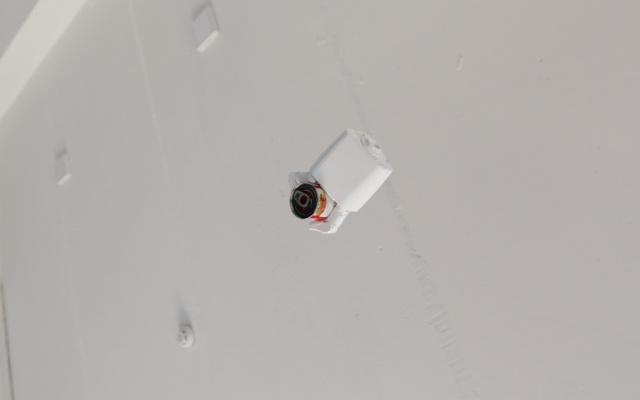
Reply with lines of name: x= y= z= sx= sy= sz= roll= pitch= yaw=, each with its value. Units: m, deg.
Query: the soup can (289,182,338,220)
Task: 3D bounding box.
soup can: x=0.000 y=0.003 z=0.899 sx=0.068 sy=0.068 sz=0.102 roll=0 pitch=-3 yaw=38
